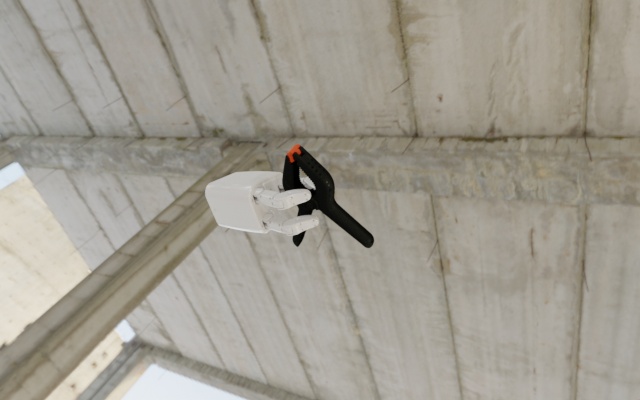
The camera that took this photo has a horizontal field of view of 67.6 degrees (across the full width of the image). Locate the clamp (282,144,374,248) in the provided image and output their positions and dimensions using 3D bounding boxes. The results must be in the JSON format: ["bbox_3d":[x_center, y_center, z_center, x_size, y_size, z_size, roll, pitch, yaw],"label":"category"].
[{"bbox_3d":[0.000,0.002,0.810,0.164,0.210,0.036,3,37,28],"label":"clamp"}]
